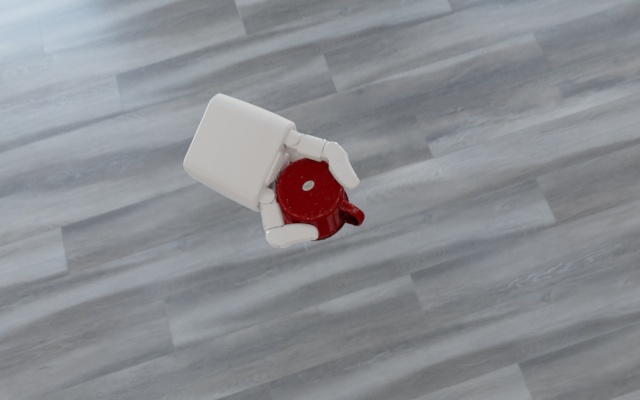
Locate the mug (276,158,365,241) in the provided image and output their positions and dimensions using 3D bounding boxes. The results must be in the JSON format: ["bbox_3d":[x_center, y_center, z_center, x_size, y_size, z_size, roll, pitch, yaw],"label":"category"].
[{"bbox_3d":[0.001,0.003,0.598,0.117,0.093,0.081,25,-14,11],"label":"mug"}]
